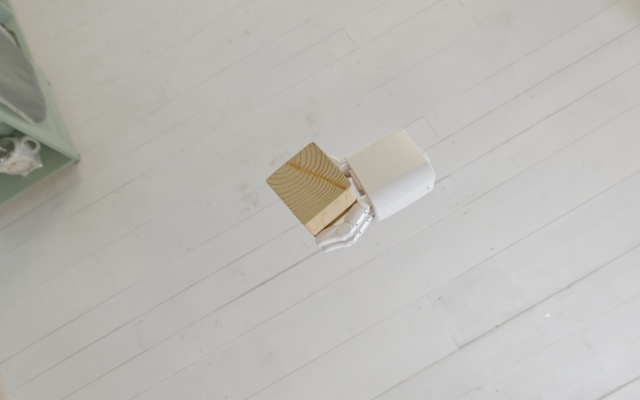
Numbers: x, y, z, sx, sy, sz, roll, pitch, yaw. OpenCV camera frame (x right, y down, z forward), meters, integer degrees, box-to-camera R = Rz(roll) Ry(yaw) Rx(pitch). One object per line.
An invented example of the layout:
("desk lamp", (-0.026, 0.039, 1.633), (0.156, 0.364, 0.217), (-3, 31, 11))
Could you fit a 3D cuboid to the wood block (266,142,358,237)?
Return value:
("wood block", (0.000, 0.002, 0.755), (0.090, 0.090, 0.206), (-40, -18, -3))
